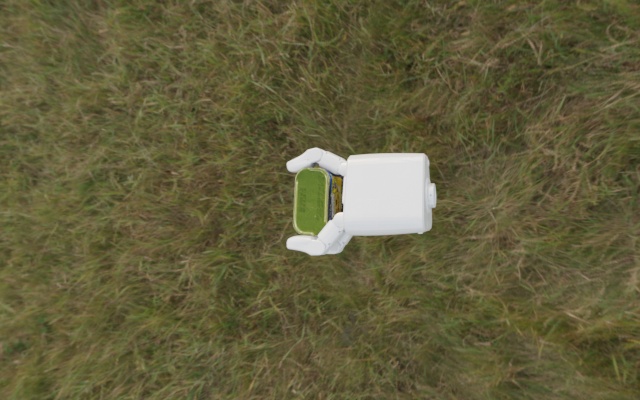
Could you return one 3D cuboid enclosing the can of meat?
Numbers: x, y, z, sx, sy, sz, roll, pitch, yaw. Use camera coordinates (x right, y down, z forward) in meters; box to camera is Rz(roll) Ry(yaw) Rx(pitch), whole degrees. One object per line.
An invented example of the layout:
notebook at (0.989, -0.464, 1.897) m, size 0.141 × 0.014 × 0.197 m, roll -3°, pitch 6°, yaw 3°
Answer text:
can of meat at (0.000, 0.002, 0.705) m, size 0.057 × 0.102 × 0.084 m, roll 2°, pitch 0°, yaw 19°
